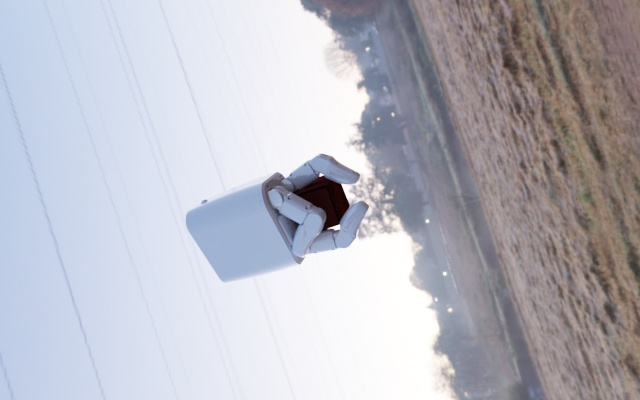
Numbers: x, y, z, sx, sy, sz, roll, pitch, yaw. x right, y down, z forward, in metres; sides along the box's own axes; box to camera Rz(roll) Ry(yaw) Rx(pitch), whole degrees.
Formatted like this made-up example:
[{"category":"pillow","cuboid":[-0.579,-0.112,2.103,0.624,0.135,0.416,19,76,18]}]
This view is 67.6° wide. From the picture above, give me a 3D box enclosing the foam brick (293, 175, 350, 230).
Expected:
[{"category":"foam brick","cuboid":[0.000,0.002,0.592,0.051,0.053,0.078,-18,11,15]}]
